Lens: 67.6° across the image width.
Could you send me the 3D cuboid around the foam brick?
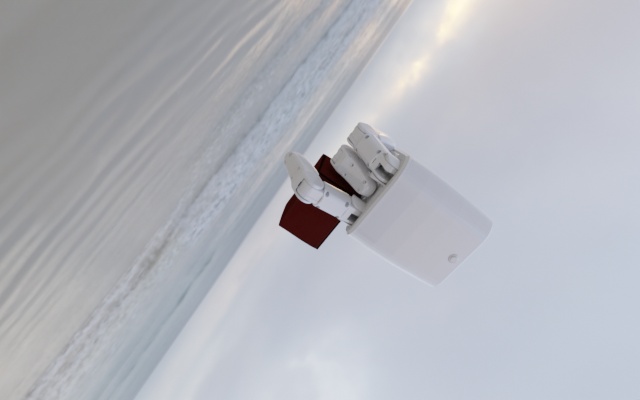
[{"bbox_3d":[0.000,0.002,0.503,0.051,0.078,0.053,33,27,-9],"label":"foam brick"}]
